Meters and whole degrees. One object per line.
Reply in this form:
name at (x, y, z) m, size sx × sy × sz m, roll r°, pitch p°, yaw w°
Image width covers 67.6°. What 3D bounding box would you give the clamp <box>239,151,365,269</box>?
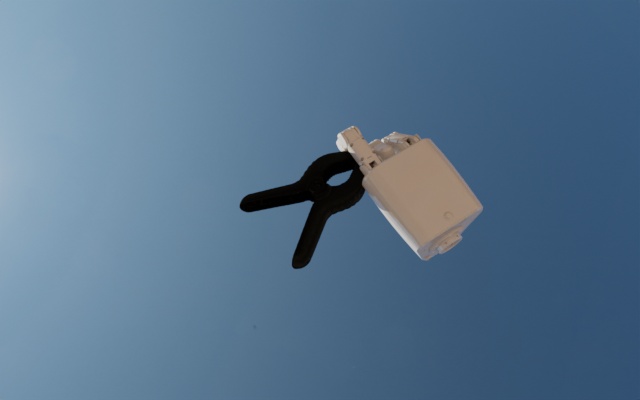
clamp at (0.000, 0.002, 0.573) m, size 0.171 × 0.120 × 0.039 m, roll -32°, pitch -25°, yaw -7°
